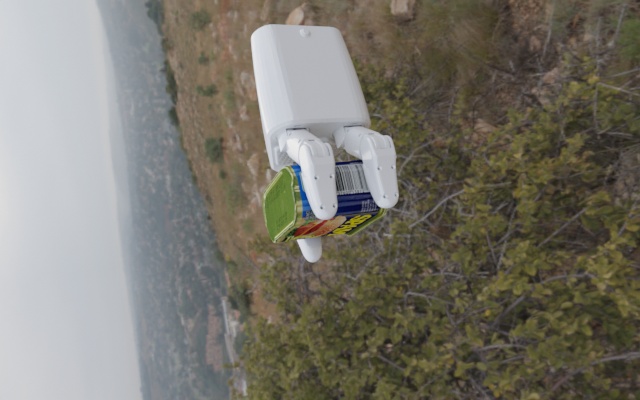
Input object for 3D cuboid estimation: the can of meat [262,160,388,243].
[{"bbox_3d":[0.000,0.002,0.434,0.084,0.057,0.102,-6,-16,-22],"label":"can of meat"}]
